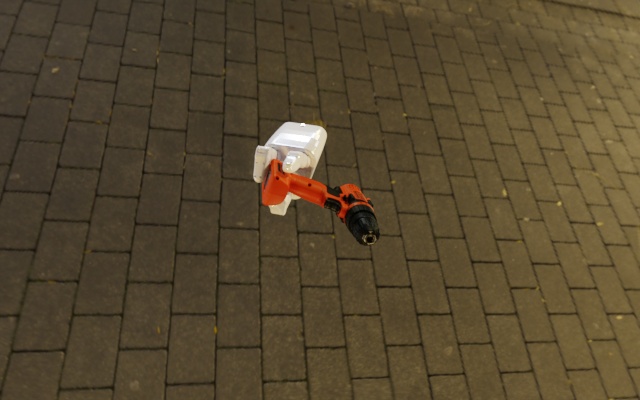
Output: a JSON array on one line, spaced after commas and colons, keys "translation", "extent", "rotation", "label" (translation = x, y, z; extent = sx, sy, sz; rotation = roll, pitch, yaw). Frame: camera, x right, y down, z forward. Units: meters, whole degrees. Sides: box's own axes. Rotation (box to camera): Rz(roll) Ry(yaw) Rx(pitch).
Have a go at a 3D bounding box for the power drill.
[{"translation": [0.000, 0.002, 0.780], "extent": [0.188, 0.057, 0.184], "rotation": [20, 17, -16], "label": "power drill"}]
